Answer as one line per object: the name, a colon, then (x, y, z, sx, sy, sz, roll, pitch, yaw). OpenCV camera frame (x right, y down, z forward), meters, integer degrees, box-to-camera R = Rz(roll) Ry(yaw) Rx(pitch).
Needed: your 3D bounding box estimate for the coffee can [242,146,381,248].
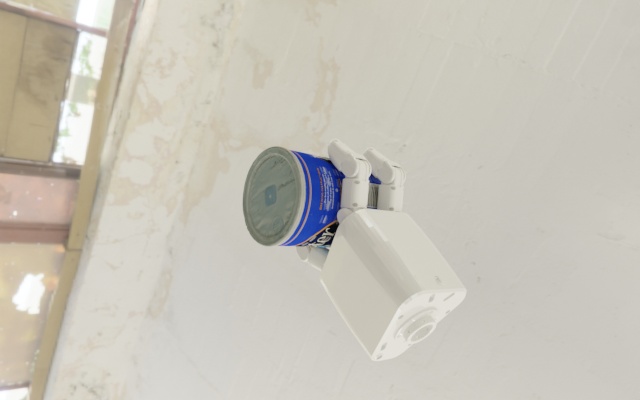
coffee can: (0.000, 0.002, 0.531, 0.140, 0.103, 0.103, 7, -4, -41)
